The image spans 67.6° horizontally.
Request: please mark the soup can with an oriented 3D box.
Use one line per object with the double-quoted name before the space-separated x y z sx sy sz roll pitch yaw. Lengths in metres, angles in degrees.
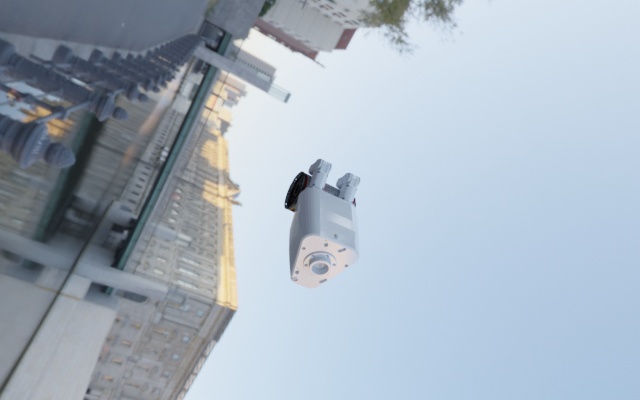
"soup can" 0.000 0.003 0.796 0.102 0.068 0.068 24 -9 -19
